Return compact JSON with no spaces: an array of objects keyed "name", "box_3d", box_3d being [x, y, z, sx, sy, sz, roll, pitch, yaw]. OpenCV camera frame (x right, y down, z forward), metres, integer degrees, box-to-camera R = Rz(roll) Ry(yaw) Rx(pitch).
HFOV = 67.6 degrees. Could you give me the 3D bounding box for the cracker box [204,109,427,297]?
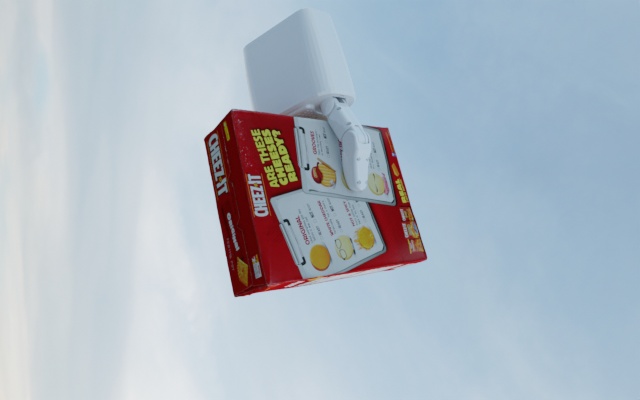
[{"name":"cracker box","box_3d":[0.000,0.002,0.498,0.214,0.164,0.072,-2,-18,-40]}]
